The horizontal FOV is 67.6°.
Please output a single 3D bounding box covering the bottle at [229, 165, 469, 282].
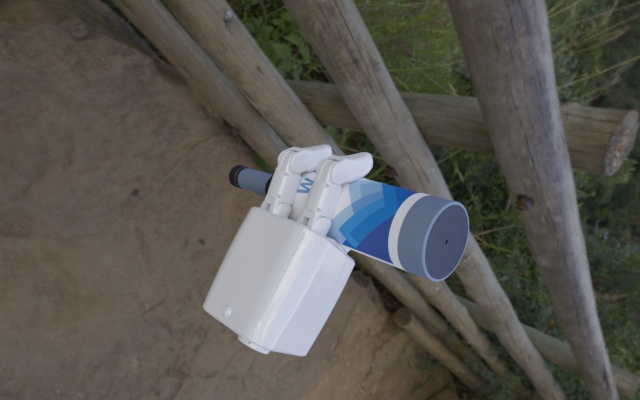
[{"bbox_3d":[0.000,0.002,0.481,0.069,0.069,0.295,0,12,-45],"label":"bottle"}]
